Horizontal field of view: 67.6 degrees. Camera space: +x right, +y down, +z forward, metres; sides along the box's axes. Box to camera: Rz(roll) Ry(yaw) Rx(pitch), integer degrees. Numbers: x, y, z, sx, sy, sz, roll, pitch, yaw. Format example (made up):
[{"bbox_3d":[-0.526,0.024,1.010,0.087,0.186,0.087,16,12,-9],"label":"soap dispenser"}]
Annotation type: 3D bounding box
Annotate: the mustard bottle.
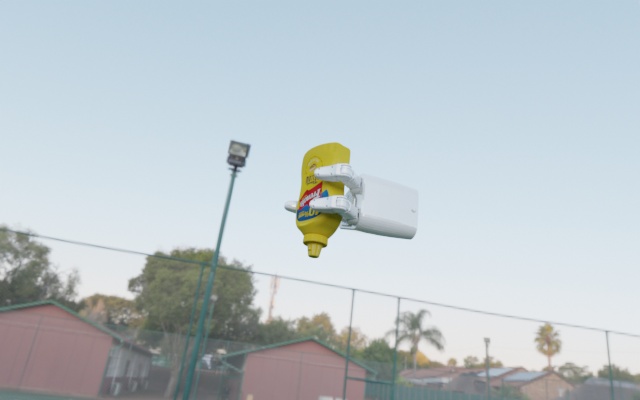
[{"bbox_3d":[0.000,0.002,0.800,0.058,0.191,0.096,25,-27,-38],"label":"mustard bottle"}]
